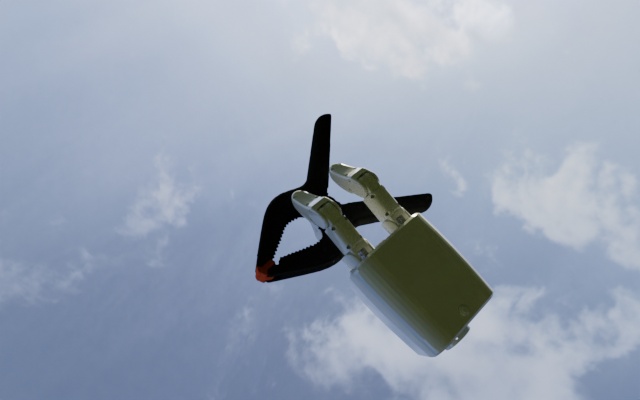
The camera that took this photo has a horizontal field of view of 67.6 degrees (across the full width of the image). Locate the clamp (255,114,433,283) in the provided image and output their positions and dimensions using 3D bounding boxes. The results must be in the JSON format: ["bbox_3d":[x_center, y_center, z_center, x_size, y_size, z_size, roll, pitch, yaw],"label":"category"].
[{"bbox_3d":[0.000,0.003,0.514,0.210,0.164,0.036,-37,-15,-26],"label":"clamp"}]
